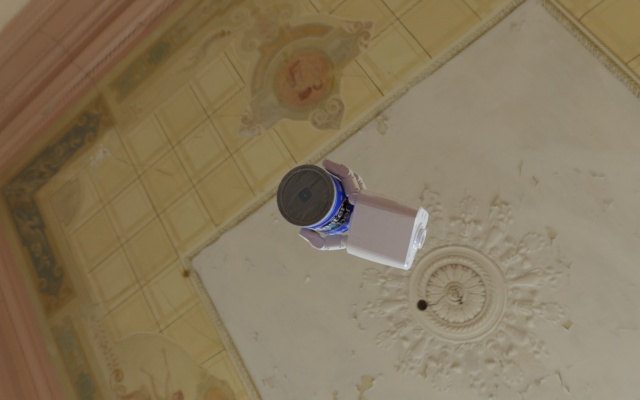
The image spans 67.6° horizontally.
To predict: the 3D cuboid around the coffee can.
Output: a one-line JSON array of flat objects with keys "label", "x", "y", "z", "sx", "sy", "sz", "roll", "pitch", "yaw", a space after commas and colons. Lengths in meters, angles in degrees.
[{"label": "coffee can", "x": 0.000, "y": 0.003, "z": 0.831, "sx": 0.103, "sy": 0.103, "sz": 0.140, "roll": 0, "pitch": -9, "yaw": 22}]
